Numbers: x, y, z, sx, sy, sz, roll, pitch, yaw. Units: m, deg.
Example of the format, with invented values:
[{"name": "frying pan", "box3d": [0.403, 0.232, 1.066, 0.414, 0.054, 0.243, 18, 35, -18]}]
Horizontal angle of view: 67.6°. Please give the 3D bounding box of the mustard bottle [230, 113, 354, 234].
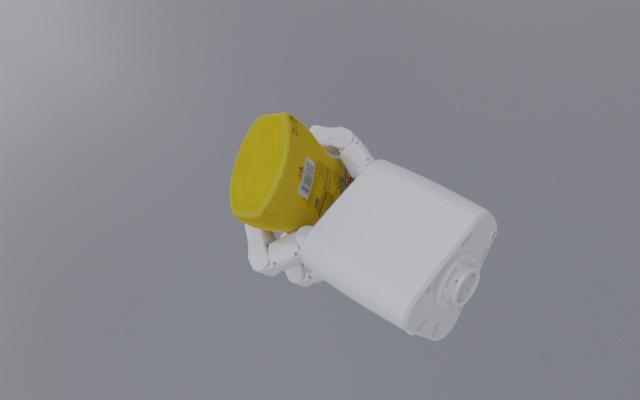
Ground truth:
[{"name": "mustard bottle", "box3d": [0.000, 0.001, 0.457, 0.058, 0.096, 0.192, 0, -20, 34]}]
